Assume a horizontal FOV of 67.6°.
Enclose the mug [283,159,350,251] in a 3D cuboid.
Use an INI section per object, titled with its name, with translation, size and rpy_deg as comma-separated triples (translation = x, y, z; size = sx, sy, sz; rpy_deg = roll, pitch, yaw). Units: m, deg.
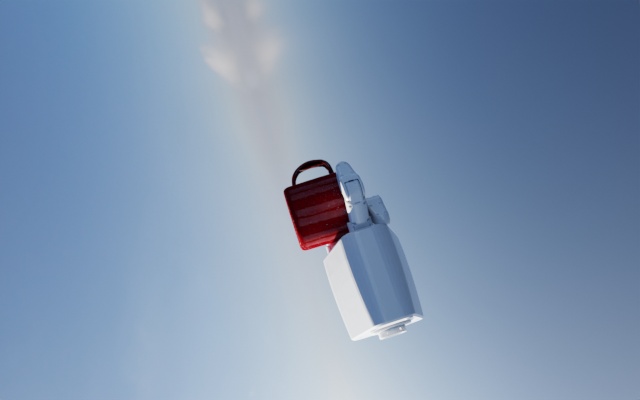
[mug]
translation = -0.001, 0.001, 0.591
size = 0.081, 0.117, 0.093
rpy_deg = -17, -21, -4
